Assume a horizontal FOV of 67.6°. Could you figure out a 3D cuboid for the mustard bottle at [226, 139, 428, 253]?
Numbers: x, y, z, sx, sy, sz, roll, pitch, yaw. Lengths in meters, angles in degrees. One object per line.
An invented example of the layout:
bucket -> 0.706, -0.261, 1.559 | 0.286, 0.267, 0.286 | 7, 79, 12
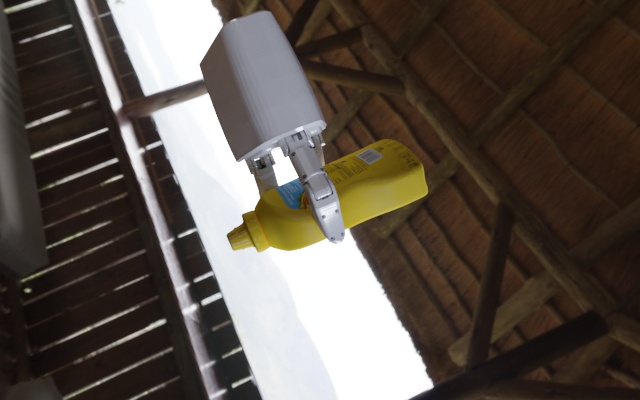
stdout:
mustard bottle -> 0.000, 0.002, 0.467 | 0.191, 0.058, 0.096 | -23, 28, -11
